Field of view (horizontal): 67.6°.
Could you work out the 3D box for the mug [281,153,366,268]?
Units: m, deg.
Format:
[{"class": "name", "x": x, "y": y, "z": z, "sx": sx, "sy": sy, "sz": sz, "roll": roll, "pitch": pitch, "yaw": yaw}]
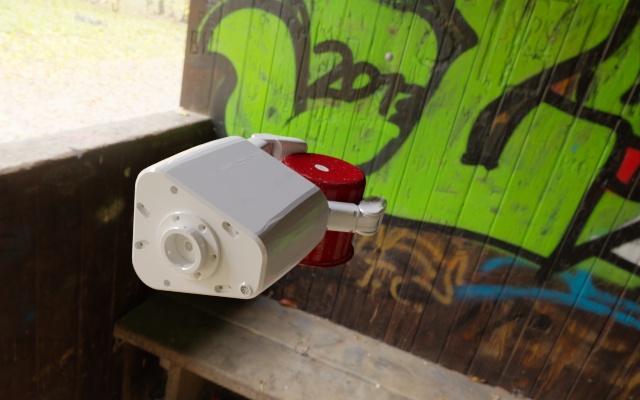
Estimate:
[{"class": "mug", "x": 0.001, "y": 0.001, "z": 0.467, "sx": 0.093, "sy": 0.081, "sz": 0.117, "roll": 19, "pitch": 23, "yaw": 14}]
